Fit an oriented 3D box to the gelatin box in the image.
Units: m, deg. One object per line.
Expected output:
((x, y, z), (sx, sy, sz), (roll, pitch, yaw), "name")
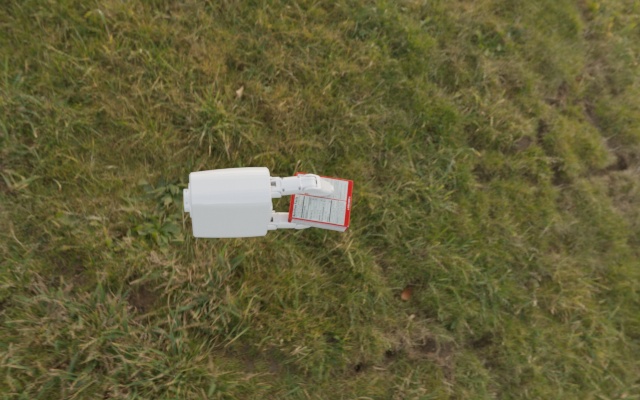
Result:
((0.001, 0.002, 0.704), (0.089, 0.073, 0.030), (9, -20, -5), "gelatin box")
